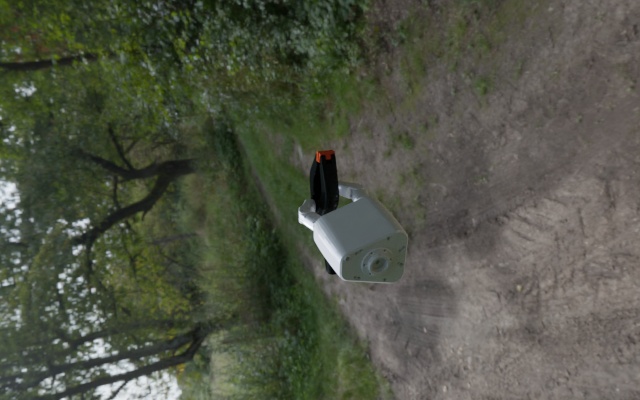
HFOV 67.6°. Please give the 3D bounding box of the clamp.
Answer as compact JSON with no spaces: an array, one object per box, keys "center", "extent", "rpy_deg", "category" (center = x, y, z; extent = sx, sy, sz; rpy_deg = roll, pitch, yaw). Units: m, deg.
[{"center":[-0.001,0.002,0.840],"extent":[0.036,0.210,0.164],"rpy_deg":[-9,29,-18],"category":"clamp"}]
